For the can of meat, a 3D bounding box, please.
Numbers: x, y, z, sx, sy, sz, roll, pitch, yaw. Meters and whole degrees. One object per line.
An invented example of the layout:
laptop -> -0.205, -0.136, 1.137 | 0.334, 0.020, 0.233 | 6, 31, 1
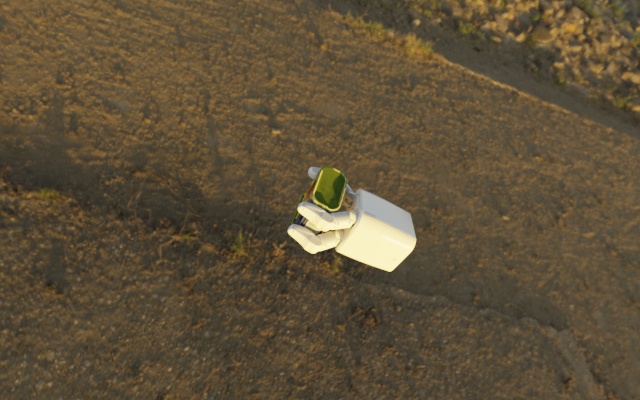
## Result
can of meat -> 0.000, 0.002, 0.805 | 0.057, 0.102, 0.084 | 26, -46, -8
